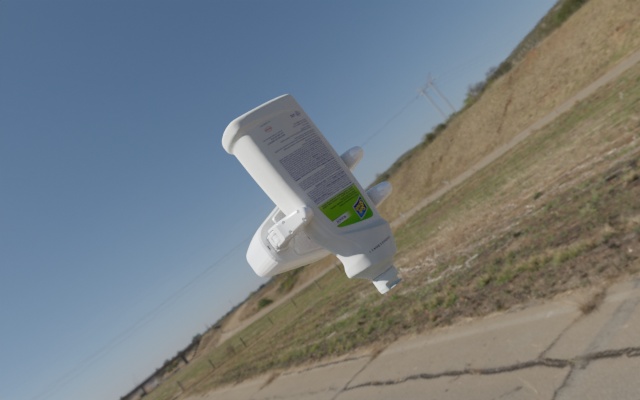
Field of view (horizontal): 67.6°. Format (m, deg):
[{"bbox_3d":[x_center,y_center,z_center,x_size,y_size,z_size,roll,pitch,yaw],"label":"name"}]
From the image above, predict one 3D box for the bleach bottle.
[{"bbox_3d":[0.000,0.002,0.549,0.102,0.251,0.068,-34,-7,-26],"label":"bleach bottle"}]
